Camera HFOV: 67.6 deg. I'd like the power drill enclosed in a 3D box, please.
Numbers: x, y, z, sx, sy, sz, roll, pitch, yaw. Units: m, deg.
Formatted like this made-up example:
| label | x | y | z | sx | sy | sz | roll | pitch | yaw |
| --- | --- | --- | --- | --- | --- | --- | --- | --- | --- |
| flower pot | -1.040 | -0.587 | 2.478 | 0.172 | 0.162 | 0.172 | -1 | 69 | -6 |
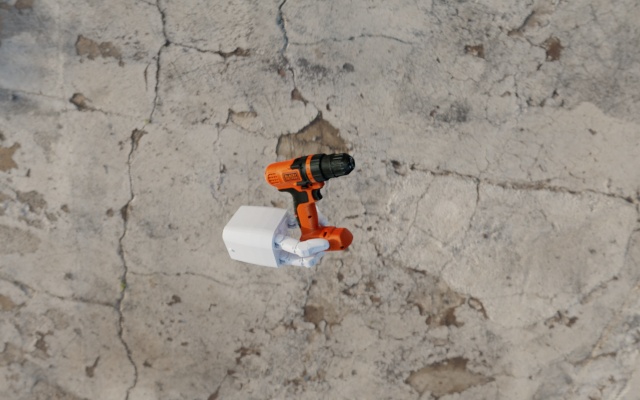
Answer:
| label | x | y | z | sx | sy | sz | roll | pitch | yaw |
| --- | --- | --- | --- | --- | --- | --- | --- | --- | --- |
| power drill | 0.000 | 0.003 | 0.893 | 0.184 | 0.188 | 0.057 | -5 | 23 | 33 |
